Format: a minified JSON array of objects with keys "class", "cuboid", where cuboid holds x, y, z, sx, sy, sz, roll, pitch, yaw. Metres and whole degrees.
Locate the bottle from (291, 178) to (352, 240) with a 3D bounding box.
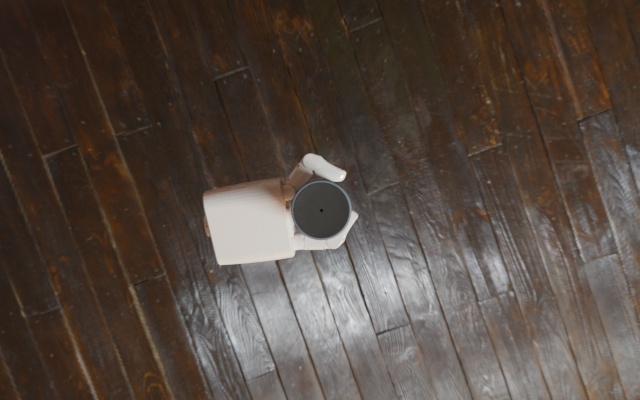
[{"class":"bottle","cuboid":[0.000,0.002,0.667,0.069,0.069,0.295,0,3,0]}]
